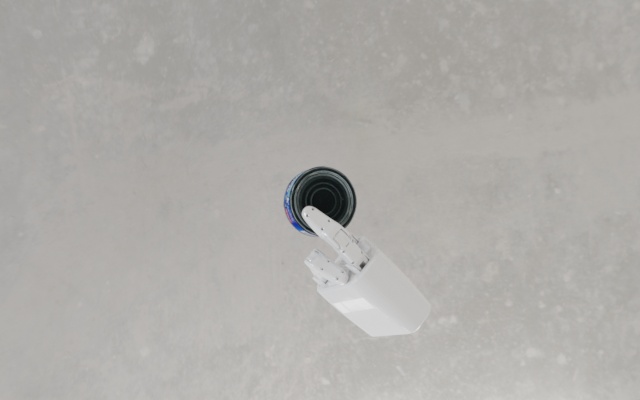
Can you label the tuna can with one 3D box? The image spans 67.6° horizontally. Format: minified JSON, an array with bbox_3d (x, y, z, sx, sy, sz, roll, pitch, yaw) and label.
[{"bbox_3d":[0.000,0.002,0.581,0.086,0.086,0.034,0,-3,-16],"label":"tuna can"}]
